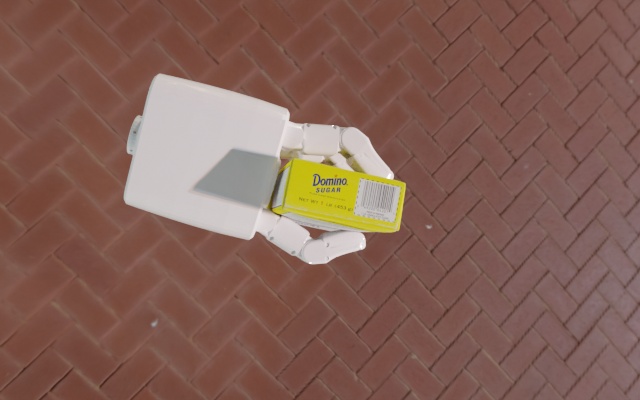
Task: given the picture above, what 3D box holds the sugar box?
[{"bbox_3d":[0.000,0.001,0.438,0.093,0.048,0.176,13,-4,-13],"label":"sugar box"}]
